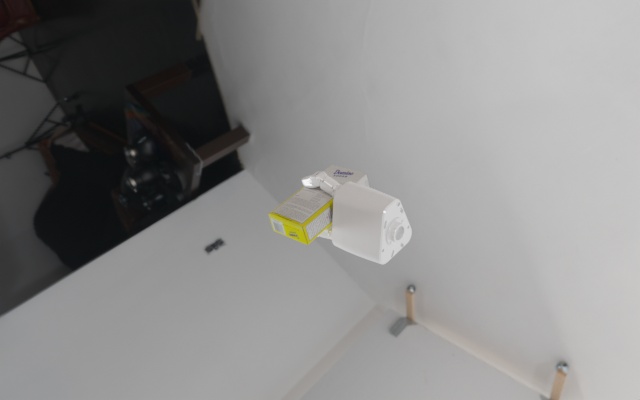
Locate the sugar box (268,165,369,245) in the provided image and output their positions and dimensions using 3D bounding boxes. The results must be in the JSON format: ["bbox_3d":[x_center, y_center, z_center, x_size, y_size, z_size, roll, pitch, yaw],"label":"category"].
[{"bbox_3d":[0.000,0.003,0.868,0.093,0.048,0.176,19,44,42],"label":"sugar box"}]
